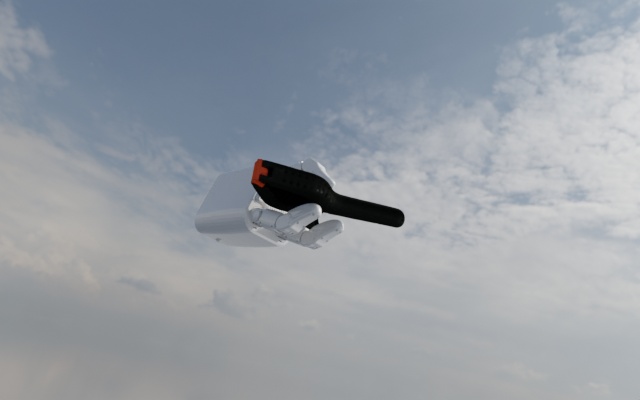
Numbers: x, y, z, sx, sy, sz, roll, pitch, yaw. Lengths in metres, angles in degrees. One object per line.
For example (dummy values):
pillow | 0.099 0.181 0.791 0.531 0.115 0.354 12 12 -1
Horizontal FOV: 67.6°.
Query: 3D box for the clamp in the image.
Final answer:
clamp | 0.000 0.001 0.616 0.164 0.036 0.210 -9 -28 33
